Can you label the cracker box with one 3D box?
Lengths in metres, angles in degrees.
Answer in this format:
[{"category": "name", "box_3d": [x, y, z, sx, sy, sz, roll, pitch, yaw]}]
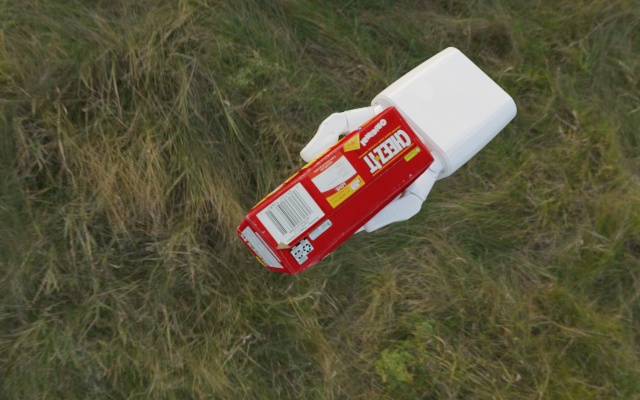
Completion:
[{"category": "cracker box", "box_3d": [0.000, 0.001, 0.498, 0.164, 0.072, 0.214, -39, 2, -14]}]
